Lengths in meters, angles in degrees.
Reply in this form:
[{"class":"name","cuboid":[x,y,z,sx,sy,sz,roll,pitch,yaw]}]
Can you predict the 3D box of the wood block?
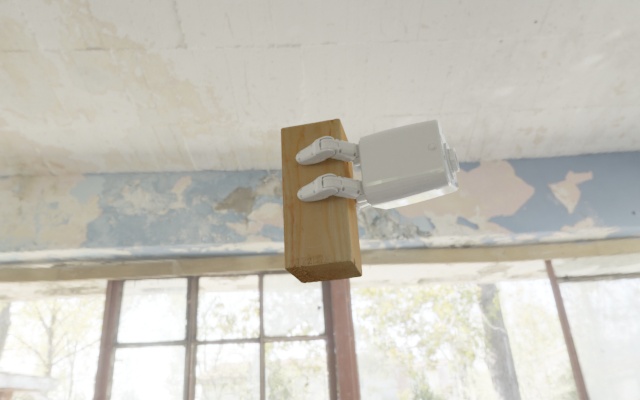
[{"class":"wood block","cuboid":[0.001,0.002,0.671,0.090,0.206,0.091,-8,-24,11]}]
